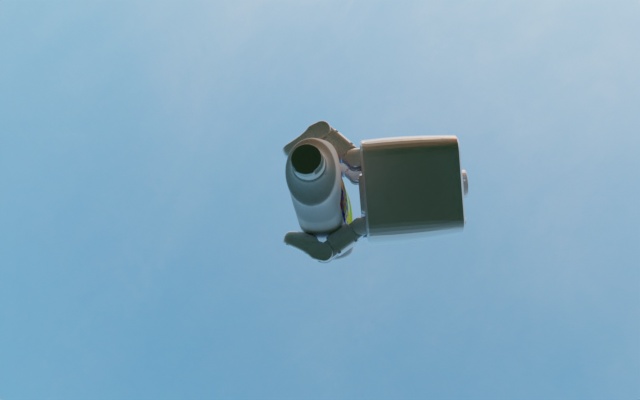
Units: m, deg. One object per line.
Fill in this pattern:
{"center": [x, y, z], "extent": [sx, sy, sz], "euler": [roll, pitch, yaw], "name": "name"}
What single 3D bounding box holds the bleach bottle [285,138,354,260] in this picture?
{"center": [0.000, 0.002, 0.544], "extent": [0.068, 0.102, 0.251], "euler": [-4, -15, 5], "name": "bleach bottle"}
